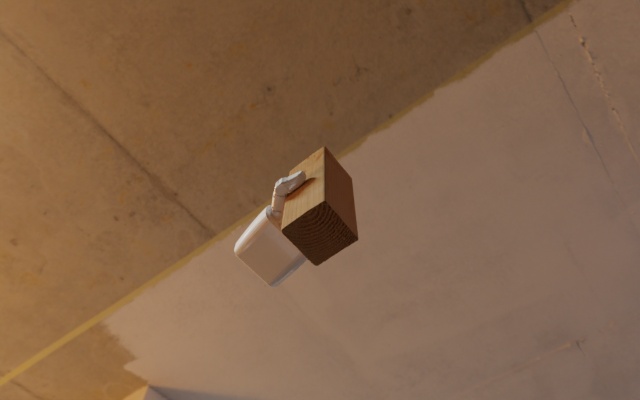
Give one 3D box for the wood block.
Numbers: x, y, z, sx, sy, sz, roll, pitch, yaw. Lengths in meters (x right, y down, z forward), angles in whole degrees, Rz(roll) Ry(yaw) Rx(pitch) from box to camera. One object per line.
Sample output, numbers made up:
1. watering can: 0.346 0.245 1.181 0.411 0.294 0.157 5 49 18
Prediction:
1. wood block: 0.000 0.003 0.823 0.090 0.091 0.206 -34 24 18
